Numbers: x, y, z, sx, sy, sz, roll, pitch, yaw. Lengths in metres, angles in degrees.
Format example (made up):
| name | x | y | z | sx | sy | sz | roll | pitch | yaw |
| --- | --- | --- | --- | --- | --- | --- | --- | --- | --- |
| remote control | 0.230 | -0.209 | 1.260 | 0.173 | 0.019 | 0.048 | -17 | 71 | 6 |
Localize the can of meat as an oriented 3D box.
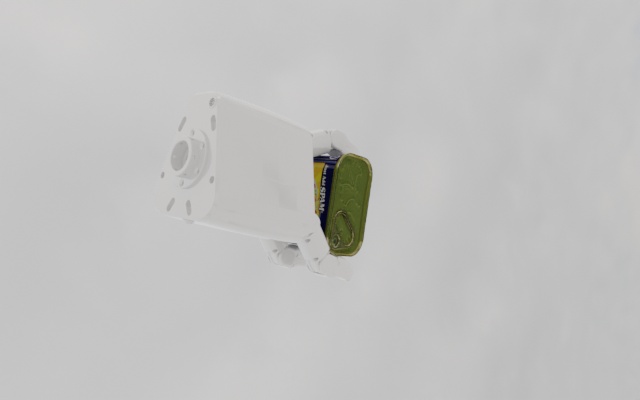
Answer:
| name | x | y | z | sx | sy | sz | roll | pitch | yaw |
| --- | --- | --- | --- | --- | --- | --- | --- | --- | --- |
| can of meat | 0.000 | 0.002 | 0.500 | 0.084 | 0.102 | 0.057 | 7 | -2 | 42 |
